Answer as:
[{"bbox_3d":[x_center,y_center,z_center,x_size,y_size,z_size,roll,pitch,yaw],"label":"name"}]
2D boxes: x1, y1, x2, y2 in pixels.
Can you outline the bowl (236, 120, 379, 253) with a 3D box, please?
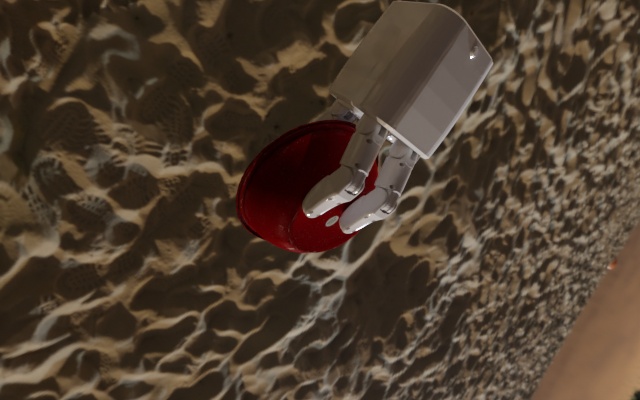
[{"bbox_3d":[0.000,0.003,0.481,0.162,0.162,0.055,0,41,-34],"label":"bowl"}]
